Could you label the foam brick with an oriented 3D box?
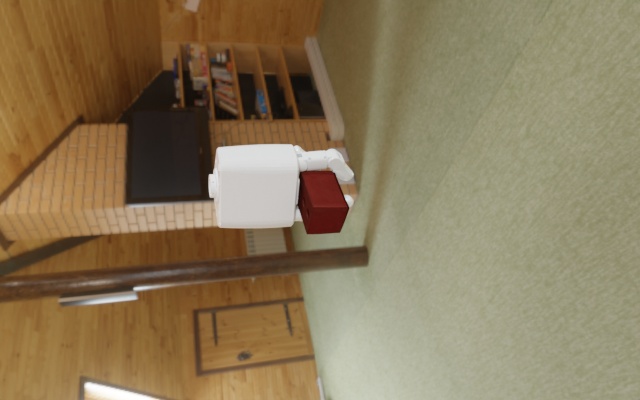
[{"bbox_3d":[0.000,0.002,0.666,0.051,0.053,0.078,-2,44,-19],"label":"foam brick"}]
